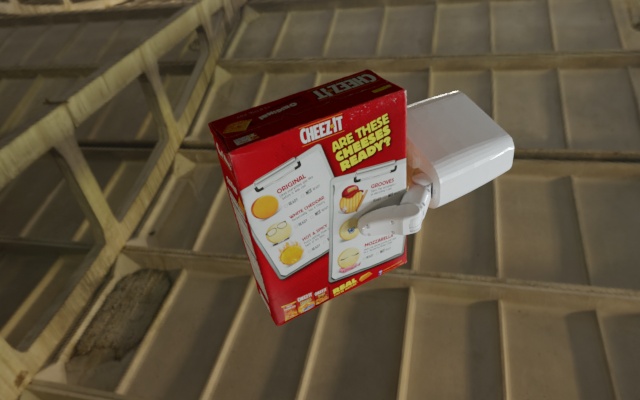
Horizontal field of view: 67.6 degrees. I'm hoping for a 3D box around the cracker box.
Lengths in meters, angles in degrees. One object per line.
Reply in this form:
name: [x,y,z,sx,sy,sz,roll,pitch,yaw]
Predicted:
cracker box: [0.000,0.002,0.469,0.164,0.214,0.072,-23,40,-17]
